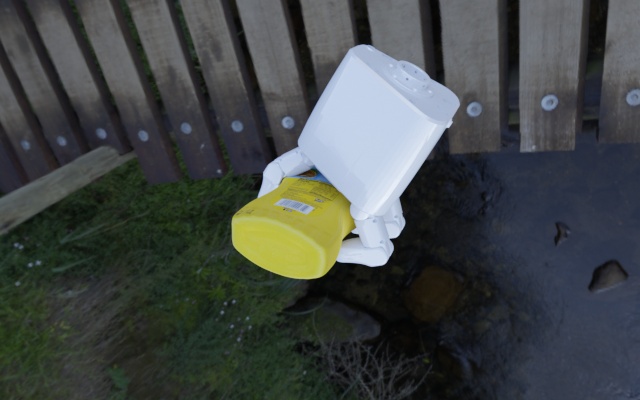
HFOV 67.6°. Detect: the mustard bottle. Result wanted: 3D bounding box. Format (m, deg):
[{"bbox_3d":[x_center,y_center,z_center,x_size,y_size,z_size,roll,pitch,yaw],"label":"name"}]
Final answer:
[{"bbox_3d":[0.000,0.002,0.486,0.096,0.058,0.191,15,31,20],"label":"mustard bottle"}]
